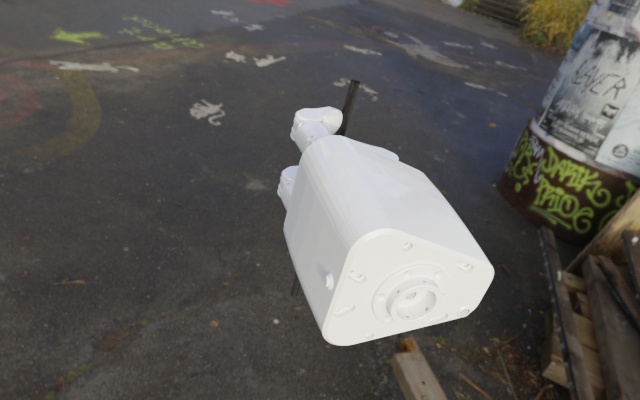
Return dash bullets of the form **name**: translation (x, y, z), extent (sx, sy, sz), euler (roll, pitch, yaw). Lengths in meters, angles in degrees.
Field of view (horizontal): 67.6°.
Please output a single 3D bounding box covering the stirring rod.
- **stirring rod**: translation (0.000, 0.002, 0.455), extent (0.011, 0.240, 0.011), euler (12, 31, -7)
